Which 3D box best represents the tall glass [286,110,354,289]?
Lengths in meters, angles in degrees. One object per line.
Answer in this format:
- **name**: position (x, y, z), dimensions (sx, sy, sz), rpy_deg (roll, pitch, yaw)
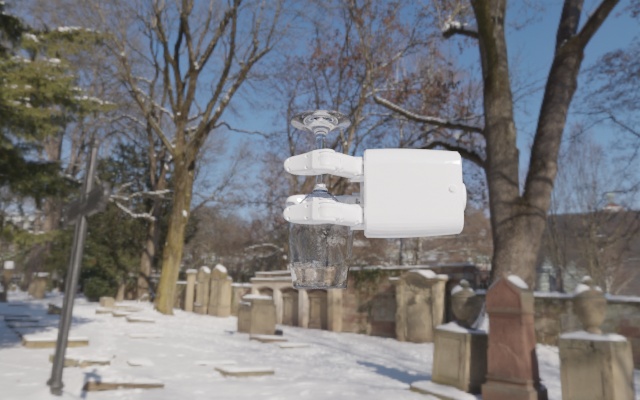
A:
- **tall glass**: position (0.000, 0.001, 0.559), dimensions (0.079, 0.201, 0.079), rpy_deg (1, -10, 0)
